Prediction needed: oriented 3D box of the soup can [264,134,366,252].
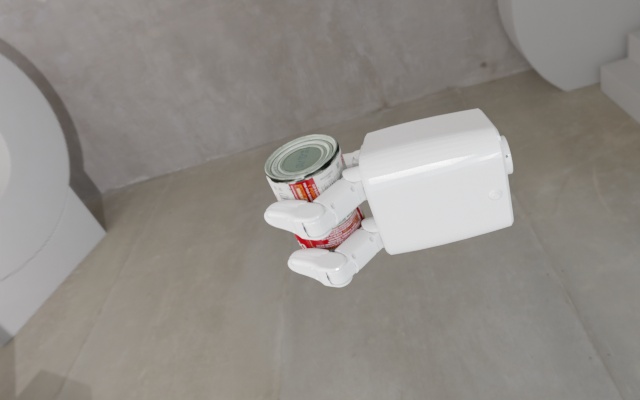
[{"bbox_3d":[0.000,0.001,0.424,0.068,0.102,0.068,-16,35,11],"label":"soup can"}]
